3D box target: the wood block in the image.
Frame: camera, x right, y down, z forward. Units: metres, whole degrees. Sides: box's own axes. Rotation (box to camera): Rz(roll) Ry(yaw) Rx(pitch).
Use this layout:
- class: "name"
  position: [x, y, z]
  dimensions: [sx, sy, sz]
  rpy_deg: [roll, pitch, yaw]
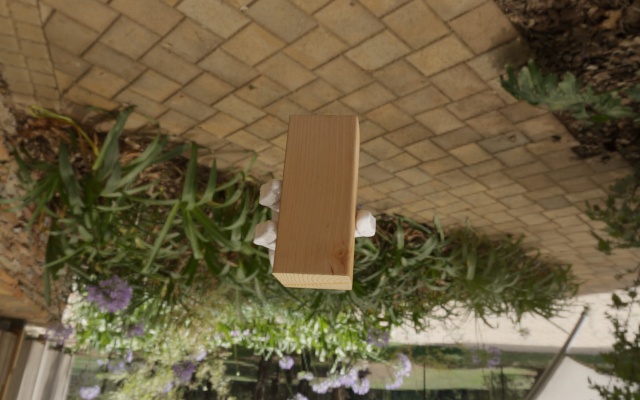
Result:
- class: "wood block"
  position: [0.000, 0.002, 0.611]
  dimensions: [0.091, 0.206, 0.090]
  rpy_deg: [2, -20, 7]
